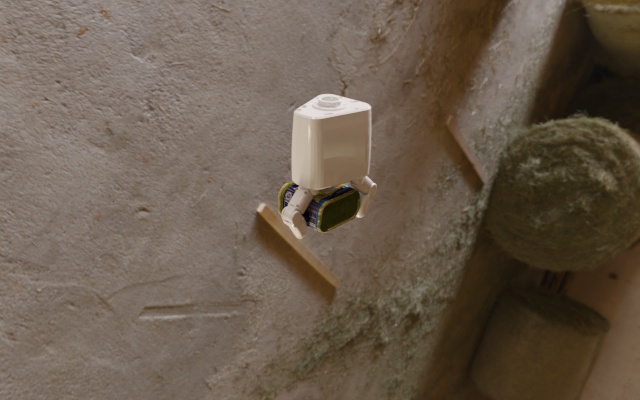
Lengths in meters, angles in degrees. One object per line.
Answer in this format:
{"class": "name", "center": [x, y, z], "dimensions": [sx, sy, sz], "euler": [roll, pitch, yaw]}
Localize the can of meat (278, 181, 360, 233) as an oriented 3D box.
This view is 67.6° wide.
{"class": "can of meat", "center": [0.000, 0.003, 0.736], "dimensions": [0.084, 0.057, 0.102], "euler": [23, 32, 35]}
